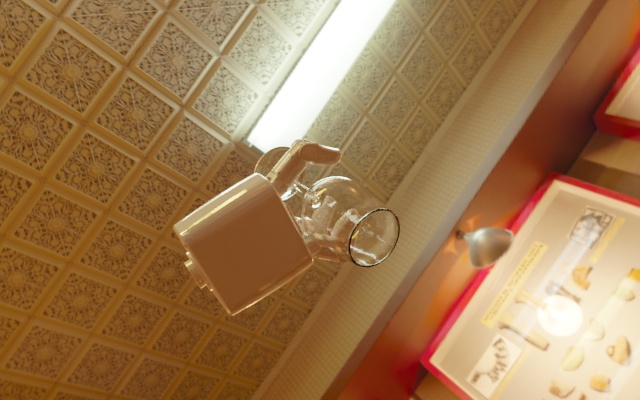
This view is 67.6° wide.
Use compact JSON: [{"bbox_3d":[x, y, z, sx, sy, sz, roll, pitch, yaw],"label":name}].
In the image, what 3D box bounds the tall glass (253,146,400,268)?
[{"bbox_3d":[0.000,0.001,0.530,0.079,0.079,0.201,0,20,-34],"label":"tall glass"}]
